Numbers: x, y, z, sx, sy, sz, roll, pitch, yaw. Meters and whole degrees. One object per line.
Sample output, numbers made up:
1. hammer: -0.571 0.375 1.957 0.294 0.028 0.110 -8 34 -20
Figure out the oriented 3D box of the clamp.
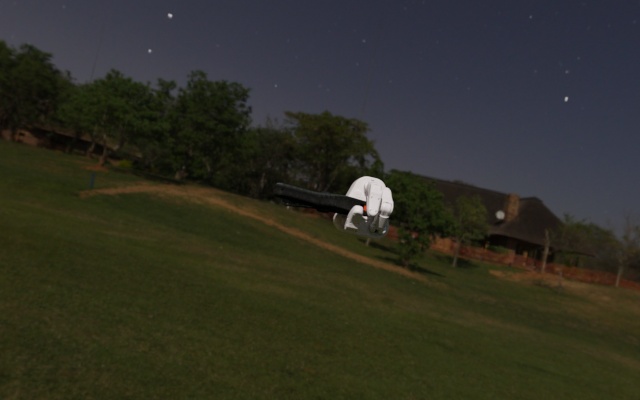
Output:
1. clamp: 0.000 0.002 0.851 0.171 0.039 0.120 13 -2 -4
